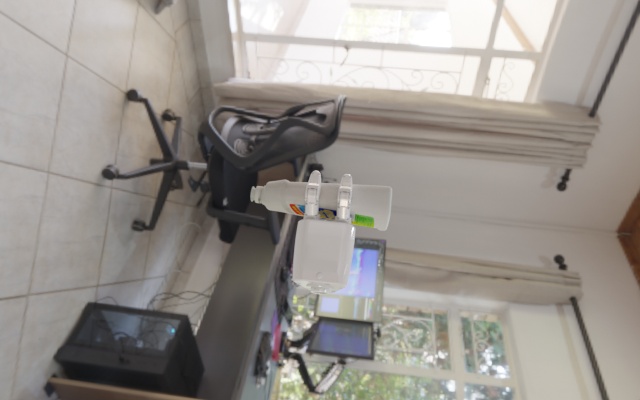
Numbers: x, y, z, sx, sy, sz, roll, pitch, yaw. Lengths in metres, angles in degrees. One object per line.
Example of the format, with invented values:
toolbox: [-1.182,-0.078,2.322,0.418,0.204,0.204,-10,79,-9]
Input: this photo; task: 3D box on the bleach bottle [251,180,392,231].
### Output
bleach bottle: [0.000,0.003,0.870,0.251,0.068,0.103,5,-19,5]
